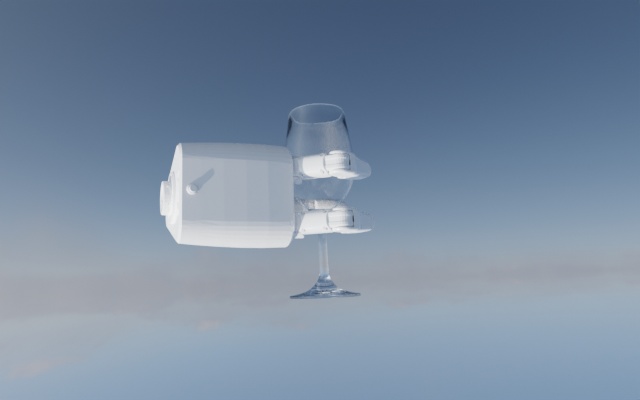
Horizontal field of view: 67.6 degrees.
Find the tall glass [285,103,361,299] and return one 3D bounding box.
[{"bbox_3d":[0.000,0.002,0.511,0.079,0.201,0.079,-2,-10,0],"label":"tall glass"}]
